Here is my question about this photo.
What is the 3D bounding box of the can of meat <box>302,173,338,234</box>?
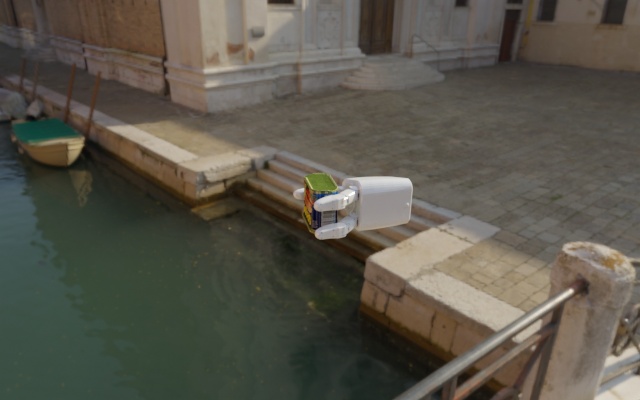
[{"bbox_3d":[0.000,0.003,0.895,0.057,0.084,0.102,-4,23,-12],"label":"can of meat"}]
